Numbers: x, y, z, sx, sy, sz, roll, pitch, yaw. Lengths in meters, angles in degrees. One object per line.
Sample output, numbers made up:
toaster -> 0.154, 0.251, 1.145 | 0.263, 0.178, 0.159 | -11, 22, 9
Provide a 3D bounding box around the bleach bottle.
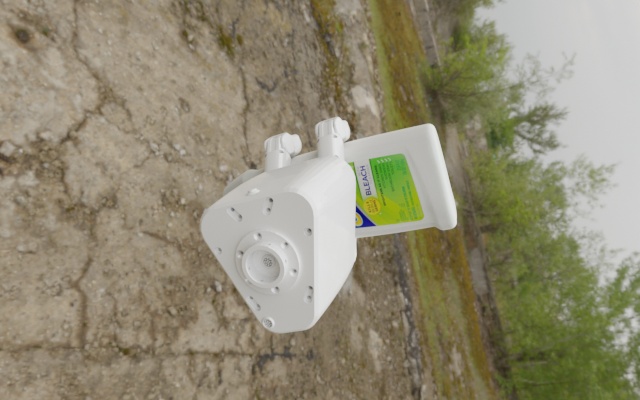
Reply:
bleach bottle -> 0.000, 0.001, 0.483 | 0.251, 0.102, 0.068 | -14, 12, 19
